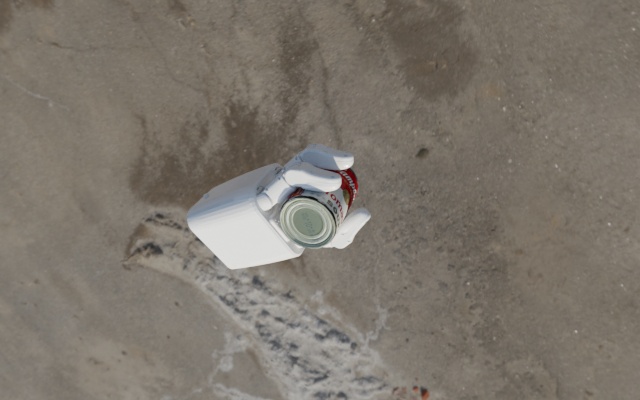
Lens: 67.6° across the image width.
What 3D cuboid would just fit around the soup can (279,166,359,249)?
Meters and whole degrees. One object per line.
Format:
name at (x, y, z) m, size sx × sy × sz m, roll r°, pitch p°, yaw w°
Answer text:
soup can at (0.000, 0.002, 0.557) m, size 0.068 × 0.068 × 0.102 m, roll 0°, pitch 28°, yaw 20°
